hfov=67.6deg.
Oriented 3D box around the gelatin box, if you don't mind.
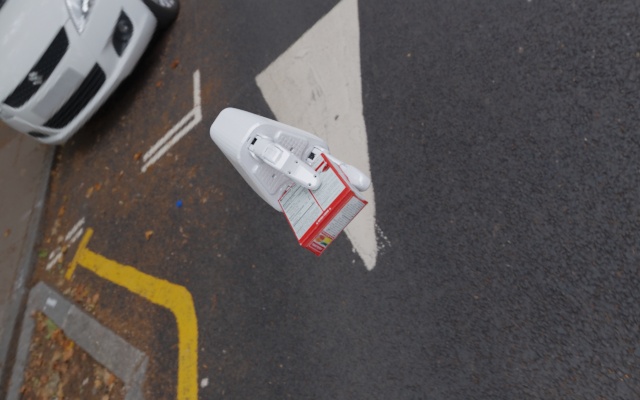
[{"bbox_3d":[0.000,0.002,0.484,0.030,0.073,0.089,35,13,-33],"label":"gelatin box"}]
